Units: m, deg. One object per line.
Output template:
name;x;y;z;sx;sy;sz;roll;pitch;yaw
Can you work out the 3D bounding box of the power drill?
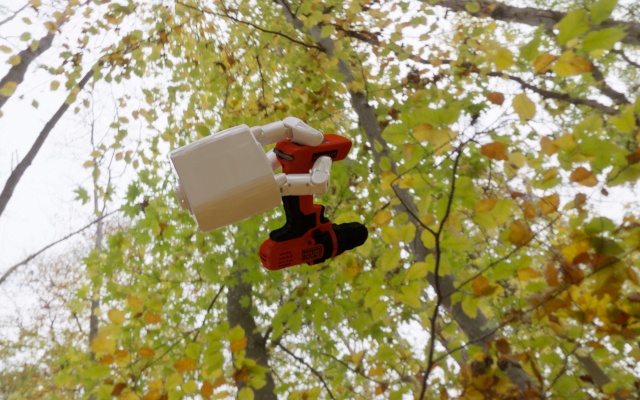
power drill;0.000;0.002;0.687;0.184;0.188;0.057;-12;25;-34
